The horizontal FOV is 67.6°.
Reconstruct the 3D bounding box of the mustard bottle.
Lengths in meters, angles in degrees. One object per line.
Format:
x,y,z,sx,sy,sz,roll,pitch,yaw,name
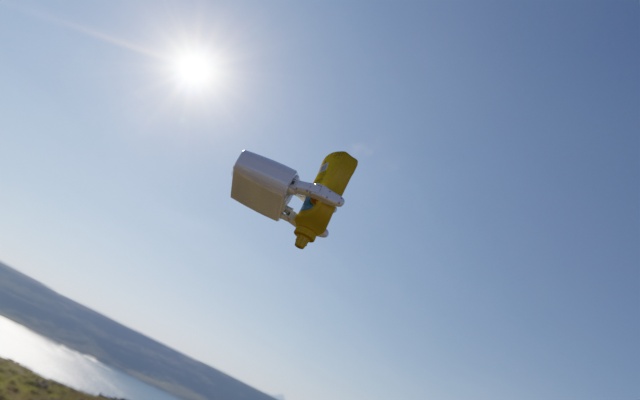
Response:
0.001,0.003,0.879,0.058,0.191,0.096,34,-24,-18,mustard bottle
